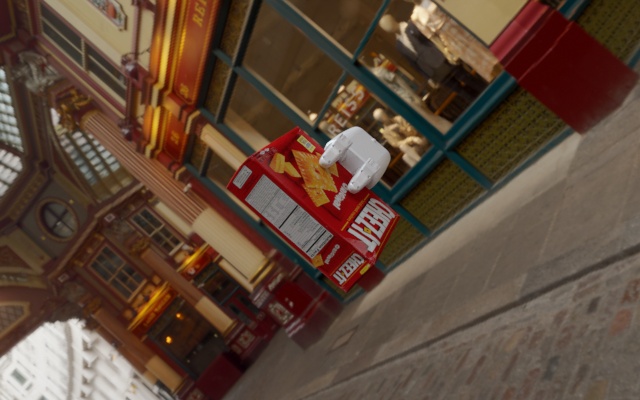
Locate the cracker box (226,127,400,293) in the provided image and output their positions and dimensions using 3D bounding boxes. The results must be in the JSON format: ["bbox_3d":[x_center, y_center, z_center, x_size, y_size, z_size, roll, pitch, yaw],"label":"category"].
[{"bbox_3d":[0.000,0.002,0.677,0.213,0.072,0.164,41,30,2],"label":"cracker box"}]
